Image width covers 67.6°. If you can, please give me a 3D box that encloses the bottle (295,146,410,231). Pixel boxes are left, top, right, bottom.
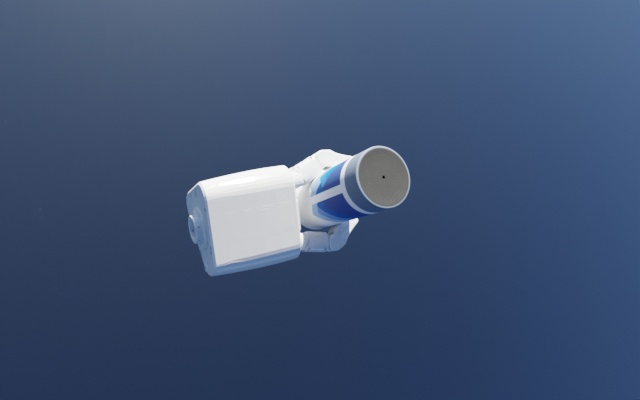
[{"bbox_3d":[0.000,0.002,0.617,0.069,0.069,0.296,0,-10,-27],"label":"bottle"}]
